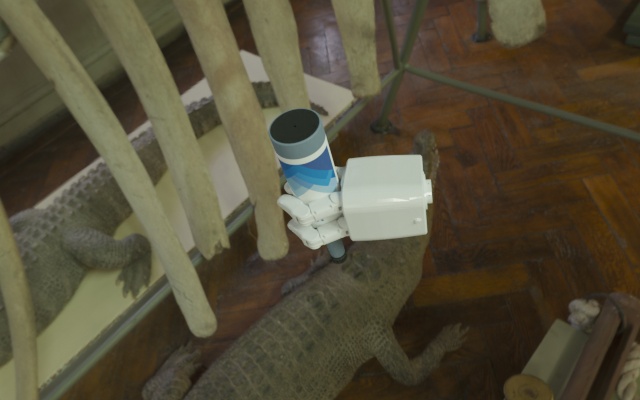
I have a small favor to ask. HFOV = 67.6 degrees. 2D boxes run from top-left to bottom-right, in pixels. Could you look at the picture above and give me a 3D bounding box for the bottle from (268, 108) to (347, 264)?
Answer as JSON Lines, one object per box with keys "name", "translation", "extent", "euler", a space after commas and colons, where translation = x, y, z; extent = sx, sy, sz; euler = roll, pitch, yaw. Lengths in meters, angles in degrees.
{"name": "bottle", "translation": [0.000, 0.002, 0.687], "extent": [0.069, 0.069, 0.296], "euler": [0, -39, 16]}
